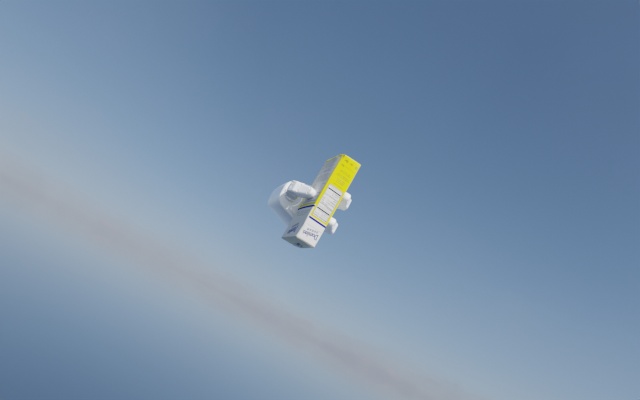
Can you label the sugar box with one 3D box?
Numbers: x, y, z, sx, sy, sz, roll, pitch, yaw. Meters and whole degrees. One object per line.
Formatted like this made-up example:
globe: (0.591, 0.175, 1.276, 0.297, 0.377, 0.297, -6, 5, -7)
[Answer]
sugar box: (0.001, 0.003, 0.872, 0.048, 0.176, 0.093, 32, -15, -15)
